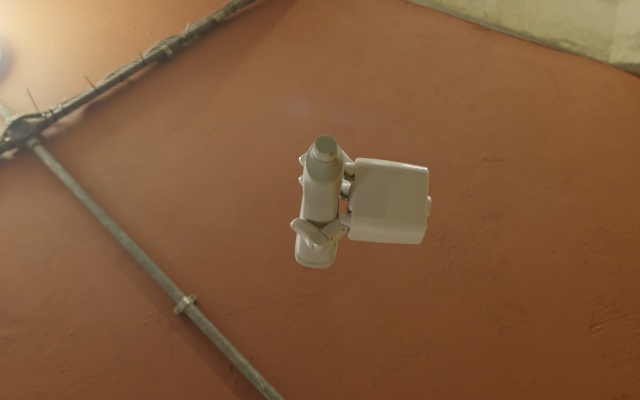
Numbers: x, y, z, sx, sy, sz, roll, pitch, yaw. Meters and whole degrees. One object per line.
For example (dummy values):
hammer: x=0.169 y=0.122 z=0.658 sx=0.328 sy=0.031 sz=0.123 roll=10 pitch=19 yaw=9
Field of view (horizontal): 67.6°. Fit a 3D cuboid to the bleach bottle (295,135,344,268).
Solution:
bleach bottle: x=0.000 y=0.002 z=0.693 sx=0.068 sy=0.102 sz=0.251 roll=6 pitch=-31 yaw=0
